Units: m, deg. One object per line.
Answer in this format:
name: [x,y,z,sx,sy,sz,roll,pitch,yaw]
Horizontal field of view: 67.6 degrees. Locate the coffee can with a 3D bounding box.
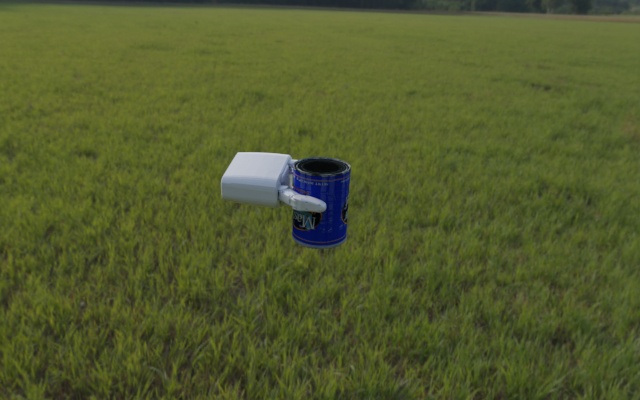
coffee can: [0.000,0.003,0.865,0.103,0.140,0.102,2,22,-1]
